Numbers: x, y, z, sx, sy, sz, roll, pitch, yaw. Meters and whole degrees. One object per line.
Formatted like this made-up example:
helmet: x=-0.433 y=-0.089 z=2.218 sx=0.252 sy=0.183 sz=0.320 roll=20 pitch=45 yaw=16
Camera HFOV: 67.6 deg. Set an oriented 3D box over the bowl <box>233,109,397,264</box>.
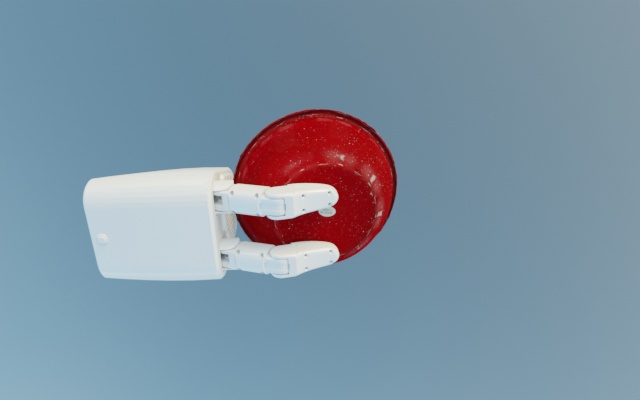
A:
bowl: x=0.001 y=0.001 z=0.439 sx=0.162 sy=0.162 sz=0.055 roll=0 pitch=22 yaw=-10
